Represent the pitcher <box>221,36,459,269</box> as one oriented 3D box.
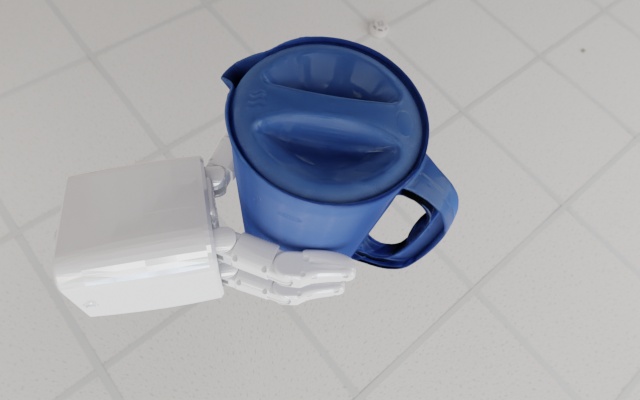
[{"bbox_3d":[0.000,0.001,0.404,0.145,0.149,0.243,-9,-25,-12],"label":"pitcher"}]
